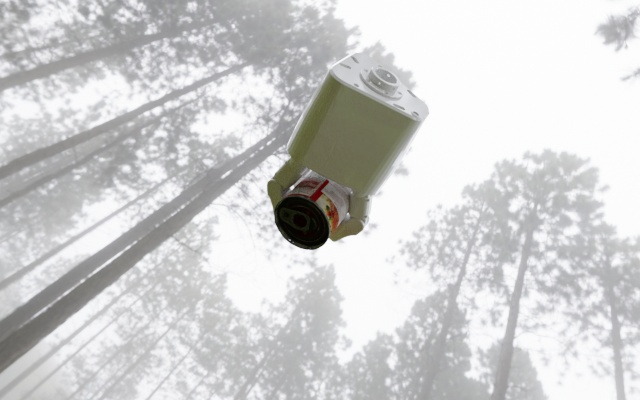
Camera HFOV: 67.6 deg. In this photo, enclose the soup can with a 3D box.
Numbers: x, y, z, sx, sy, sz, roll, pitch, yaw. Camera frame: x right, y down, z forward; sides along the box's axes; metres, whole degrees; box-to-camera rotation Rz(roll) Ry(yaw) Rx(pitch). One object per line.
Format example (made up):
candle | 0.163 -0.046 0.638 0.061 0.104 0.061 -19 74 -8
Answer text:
soup can | 0.000 0.002 0.555 0.068 0.068 0.102 0 28 28
